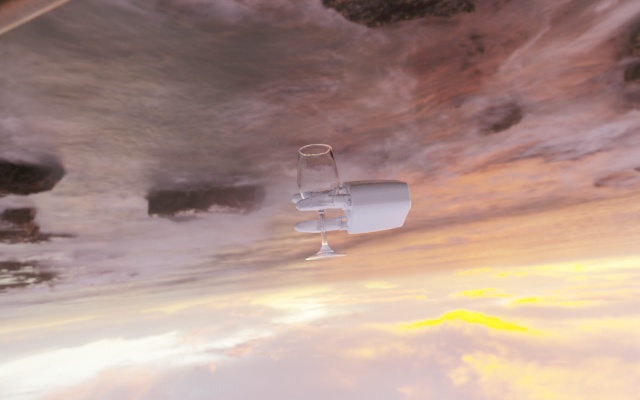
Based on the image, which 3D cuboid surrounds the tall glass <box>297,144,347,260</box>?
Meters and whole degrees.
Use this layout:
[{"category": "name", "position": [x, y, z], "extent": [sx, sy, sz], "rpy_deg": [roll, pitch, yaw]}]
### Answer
[{"category": "tall glass", "position": [0.000, 0.004, 0.863], "extent": [0.079, 0.201, 0.079], "rpy_deg": [-6, -10, -1]}]
